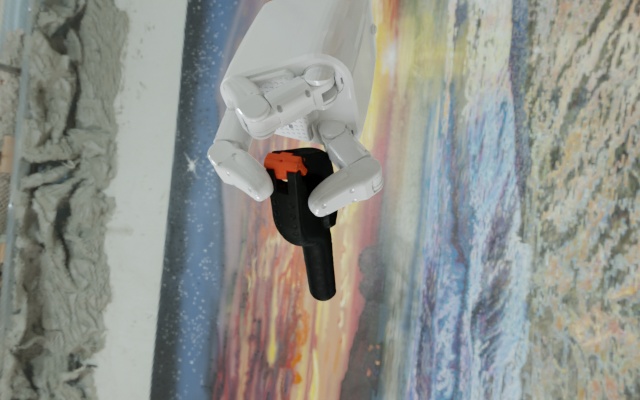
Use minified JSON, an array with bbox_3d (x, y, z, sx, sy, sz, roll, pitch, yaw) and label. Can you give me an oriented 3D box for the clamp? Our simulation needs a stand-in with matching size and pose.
[{"bbox_3d":[-0.001,0.001,0.410,0.039,0.120,0.172,4,-33,16],"label":"clamp"}]
